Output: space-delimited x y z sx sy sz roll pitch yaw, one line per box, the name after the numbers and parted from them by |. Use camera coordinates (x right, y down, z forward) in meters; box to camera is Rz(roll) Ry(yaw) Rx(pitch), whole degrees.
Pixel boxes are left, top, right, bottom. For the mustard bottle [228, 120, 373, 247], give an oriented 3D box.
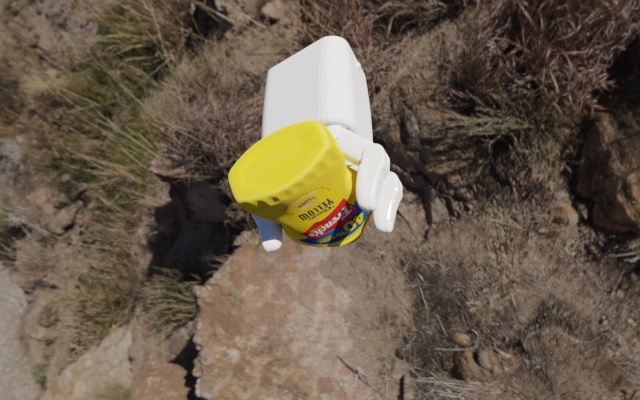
0.000 0.002 0.465 0.096 0.058 0.192 -32 -31 9 | mustard bottle
